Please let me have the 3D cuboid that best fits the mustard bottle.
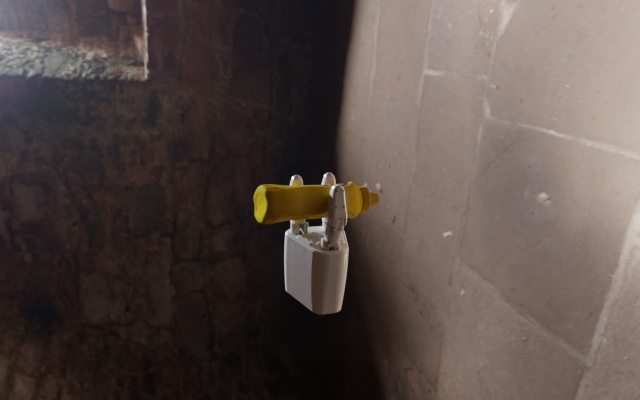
[{"bbox_3d":[0.000,0.002,0.729,0.191,0.058,0.096,-3,-6,-19],"label":"mustard bottle"}]
